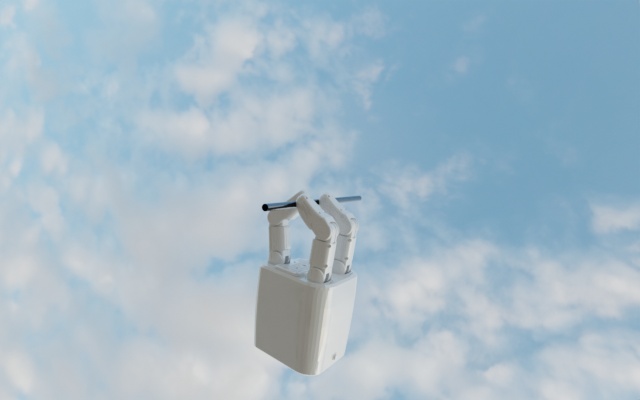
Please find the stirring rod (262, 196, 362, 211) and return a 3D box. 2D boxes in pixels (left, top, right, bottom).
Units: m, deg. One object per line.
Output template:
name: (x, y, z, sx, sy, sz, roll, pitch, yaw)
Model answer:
stirring rod: (0.000, 0.002, 0.586, 0.011, 0.011, 0.239, 0, 2, 28)
